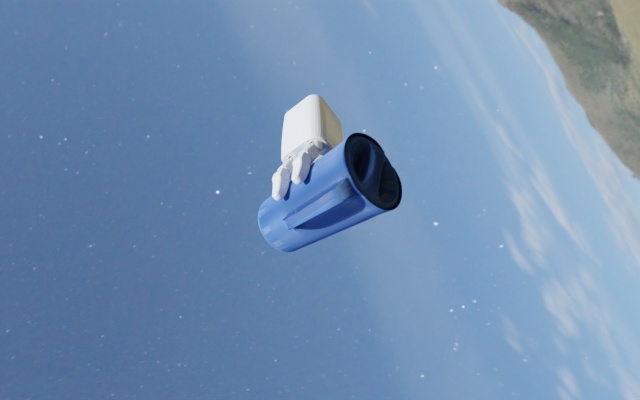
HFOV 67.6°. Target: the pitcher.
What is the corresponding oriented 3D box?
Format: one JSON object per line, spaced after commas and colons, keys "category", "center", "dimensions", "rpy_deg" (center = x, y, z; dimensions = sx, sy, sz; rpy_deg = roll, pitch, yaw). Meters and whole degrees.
{"category": "pitcher", "center": [0.000, 0.002, 0.796], "dimensions": [0.149, 0.145, 0.243], "rpy_deg": [25, -41, -36]}
